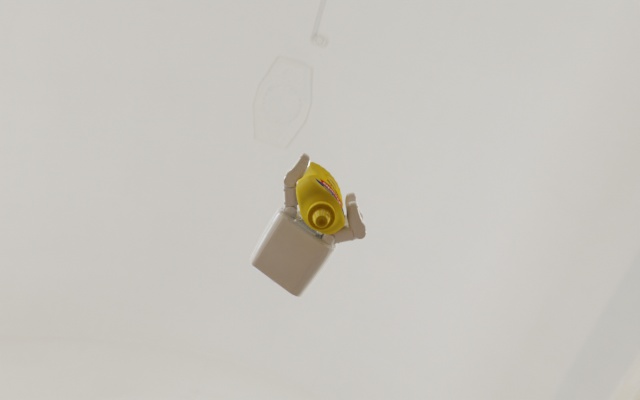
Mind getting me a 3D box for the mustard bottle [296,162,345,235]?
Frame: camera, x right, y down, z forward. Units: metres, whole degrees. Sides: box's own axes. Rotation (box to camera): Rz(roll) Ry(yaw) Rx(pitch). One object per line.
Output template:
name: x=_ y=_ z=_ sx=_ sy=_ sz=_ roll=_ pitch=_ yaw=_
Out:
mustard bottle: x=0.000 y=0.002 z=0.750 sx=0.058 sy=0.096 sz=0.191 roll=-32 pitch=14 yaw=9
